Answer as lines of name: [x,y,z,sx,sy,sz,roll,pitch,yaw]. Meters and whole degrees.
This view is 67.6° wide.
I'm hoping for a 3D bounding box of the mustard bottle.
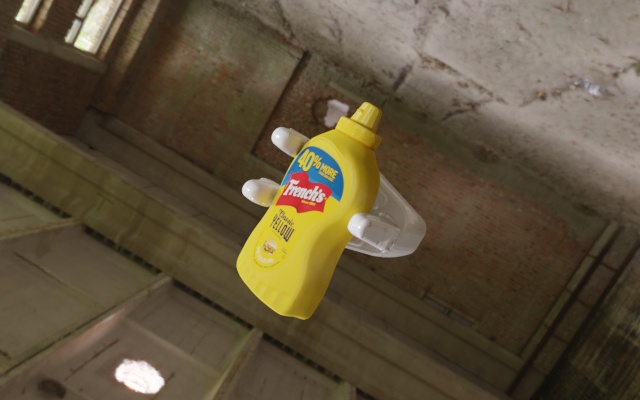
mustard bottle: [0.000,0.002,0.426,0.058,0.191,0.096,25,8,-41]
